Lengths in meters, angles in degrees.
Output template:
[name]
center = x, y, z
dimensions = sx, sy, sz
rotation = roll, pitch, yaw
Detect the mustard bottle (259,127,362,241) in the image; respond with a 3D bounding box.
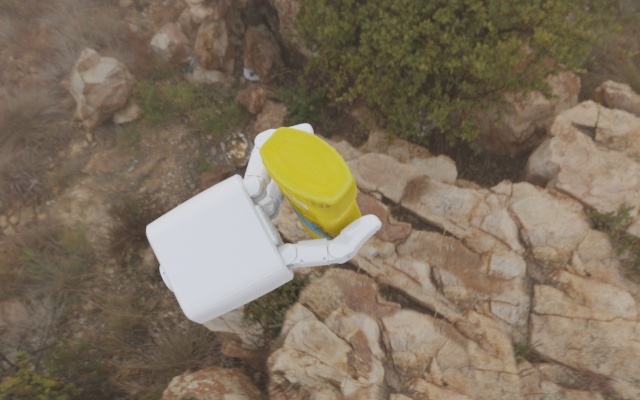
[mustard bottle]
center = 0.000, 0.001, 0.510
dimensions = 0.096, 0.058, 0.192
rotation = 35, -13, 20
